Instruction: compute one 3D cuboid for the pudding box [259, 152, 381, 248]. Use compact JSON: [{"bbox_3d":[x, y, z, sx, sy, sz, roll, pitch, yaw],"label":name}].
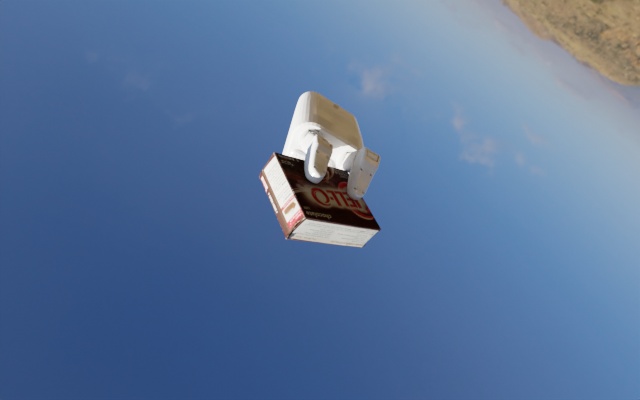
[{"bbox_3d":[0.000,0.002,0.506,0.113,0.090,0.039,8,-49,-41],"label":"pudding box"}]
